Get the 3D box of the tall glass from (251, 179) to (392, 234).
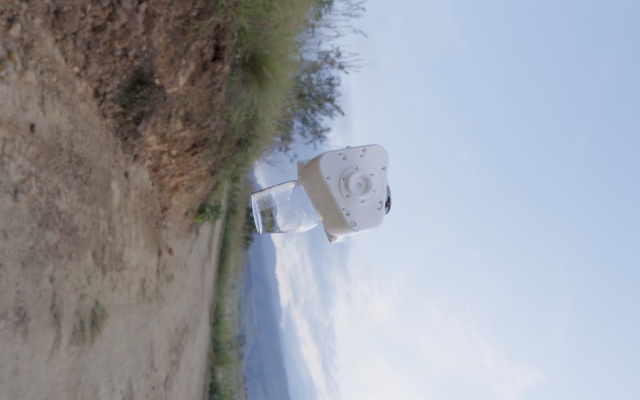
[{"bbox_3d":[0.001,0.002,0.719,0.201,0.079,0.079,-10,2,-13],"label":"tall glass"}]
